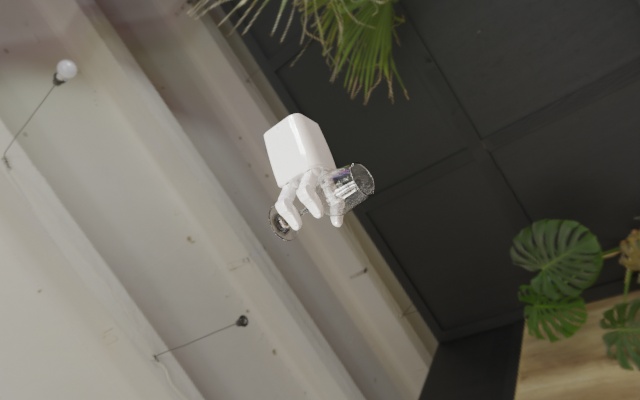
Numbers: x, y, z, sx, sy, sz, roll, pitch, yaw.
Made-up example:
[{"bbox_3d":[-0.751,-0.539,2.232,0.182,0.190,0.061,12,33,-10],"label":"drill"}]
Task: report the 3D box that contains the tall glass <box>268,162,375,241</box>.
[{"bbox_3d":[0.000,0.003,0.850,0.201,0.079,0.079,-29,-18,35],"label":"tall glass"}]
